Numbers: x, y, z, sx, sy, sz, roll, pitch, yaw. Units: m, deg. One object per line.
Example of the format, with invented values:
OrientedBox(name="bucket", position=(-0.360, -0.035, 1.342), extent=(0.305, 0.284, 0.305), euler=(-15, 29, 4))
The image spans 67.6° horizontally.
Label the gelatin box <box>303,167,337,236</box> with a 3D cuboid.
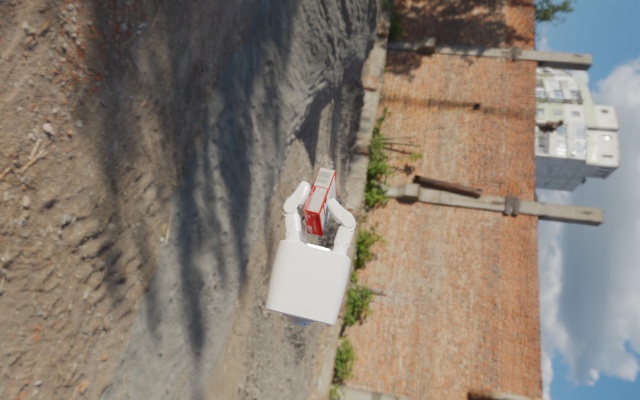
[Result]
OrientedBox(name="gelatin box", position=(0.001, 0.002, 0.781), extent=(0.030, 0.089, 0.073), euler=(14, -29, 12))
